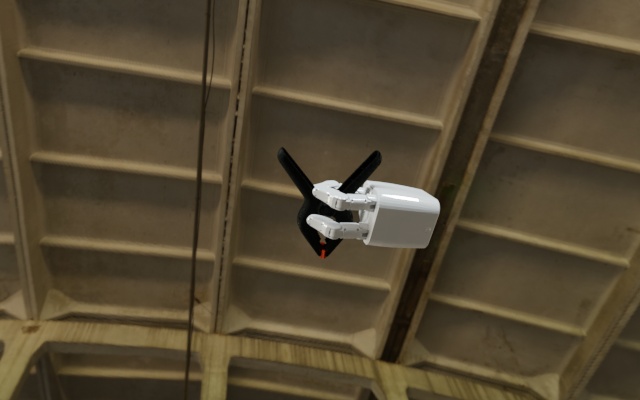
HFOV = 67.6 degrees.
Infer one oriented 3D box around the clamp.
[{"bbox_3d":[0.000,0.003,0.795,0.164,0.210,0.036,8,29,-7],"label":"clamp"}]
